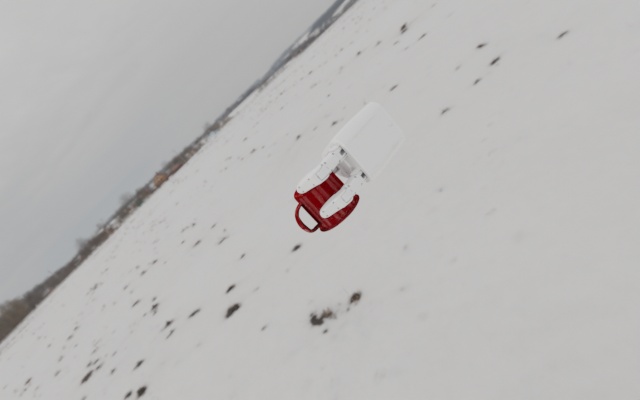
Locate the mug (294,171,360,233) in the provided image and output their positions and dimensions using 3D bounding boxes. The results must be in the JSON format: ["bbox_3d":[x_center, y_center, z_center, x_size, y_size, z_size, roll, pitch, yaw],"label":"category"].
[{"bbox_3d":[-0.001,0.004,0.833,0.081,0.117,0.093,47,-20,-15],"label":"mug"}]
